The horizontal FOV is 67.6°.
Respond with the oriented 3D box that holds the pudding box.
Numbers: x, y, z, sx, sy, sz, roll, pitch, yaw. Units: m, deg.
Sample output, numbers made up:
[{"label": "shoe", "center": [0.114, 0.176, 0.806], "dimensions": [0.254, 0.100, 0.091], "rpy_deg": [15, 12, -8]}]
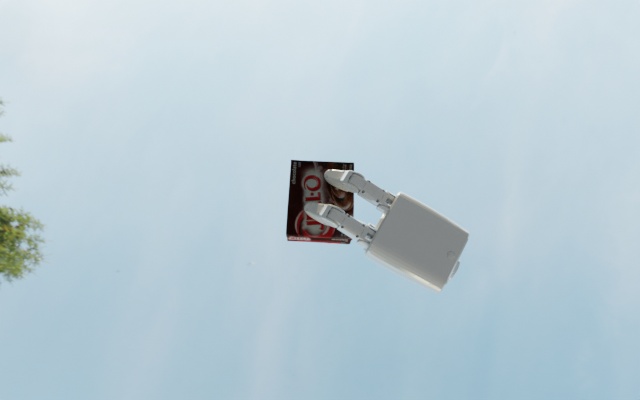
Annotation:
[{"label": "pudding box", "center": [0.000, 0.002, 0.662], "dimensions": [0.090, 0.113, 0.039], "rpy_deg": [3, -20, -2]}]
